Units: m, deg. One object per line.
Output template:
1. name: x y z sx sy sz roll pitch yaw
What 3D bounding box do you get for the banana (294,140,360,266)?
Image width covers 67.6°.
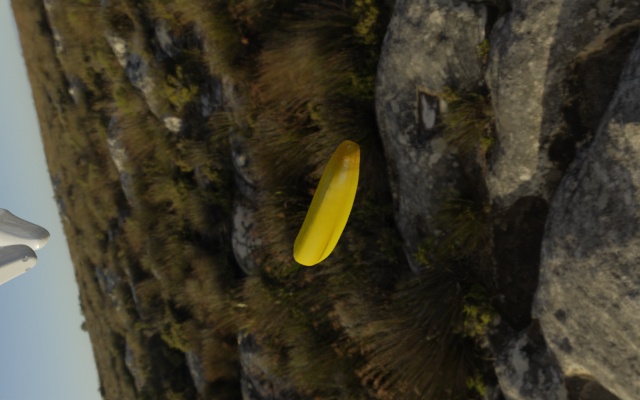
1. banana: 0.000 0.020 0.477 0.037 0.069 0.198 6 -28 -12
